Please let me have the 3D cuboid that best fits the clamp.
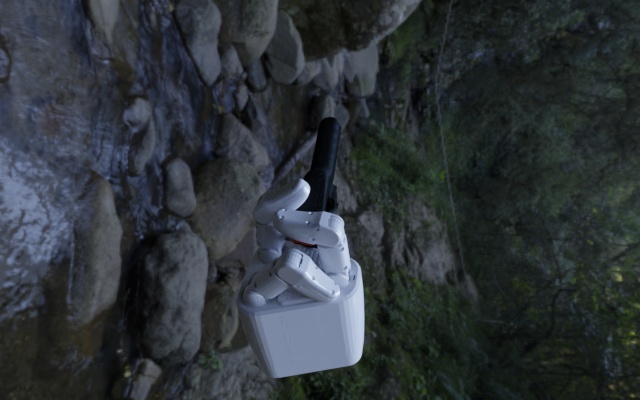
[{"bbox_3d":[0.001,0.002,0.500,0.039,0.120,0.171,1,37,13],"label":"clamp"}]
